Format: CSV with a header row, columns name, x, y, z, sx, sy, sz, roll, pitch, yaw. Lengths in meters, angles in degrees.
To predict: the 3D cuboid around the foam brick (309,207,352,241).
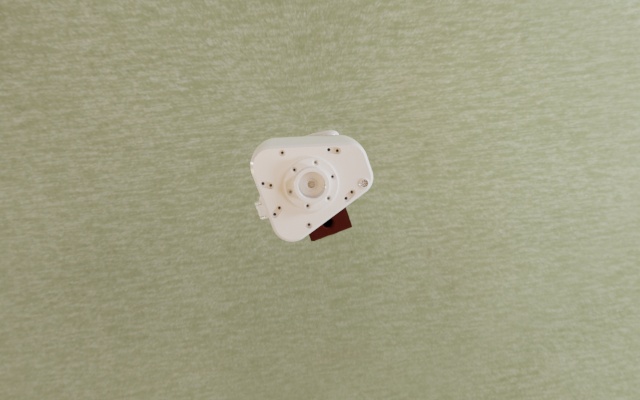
name,x,y,z,sx,sy,sz,roll,pitch,yaw
foam brick,0.000,0.002,0.576,0.053,0.078,0.051,-20,10,0
